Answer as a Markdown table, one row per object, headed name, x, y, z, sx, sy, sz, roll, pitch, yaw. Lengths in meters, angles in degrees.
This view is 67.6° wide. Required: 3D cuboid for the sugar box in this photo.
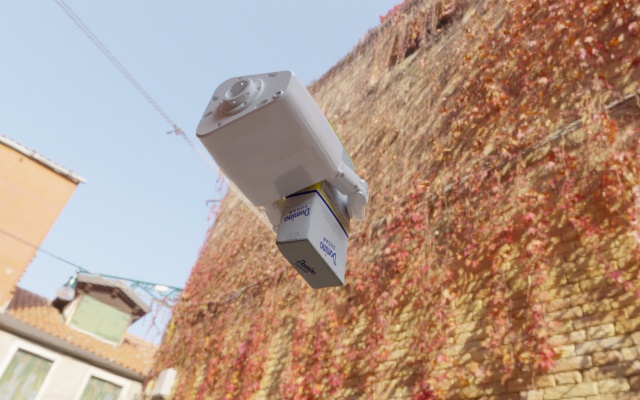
| name | x | y | z | sx | sy | sz | roll | pitch | yaw |
| --- | --- | --- | --- | --- | --- | --- | --- | --- | --- |
| sugar box | 0.000 | 0.002 | 0.549 | 0.048 | 0.176 | 0.093 | -10 | -43 | 25 |
